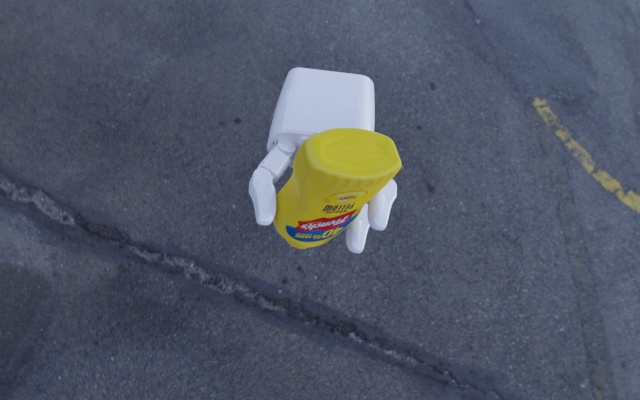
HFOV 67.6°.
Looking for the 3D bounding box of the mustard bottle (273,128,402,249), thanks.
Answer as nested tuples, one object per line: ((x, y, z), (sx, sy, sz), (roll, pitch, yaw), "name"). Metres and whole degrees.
((0.000, 0.002, 0.502), (0.096, 0.058, 0.192), (-5, -27, -25), "mustard bottle")
